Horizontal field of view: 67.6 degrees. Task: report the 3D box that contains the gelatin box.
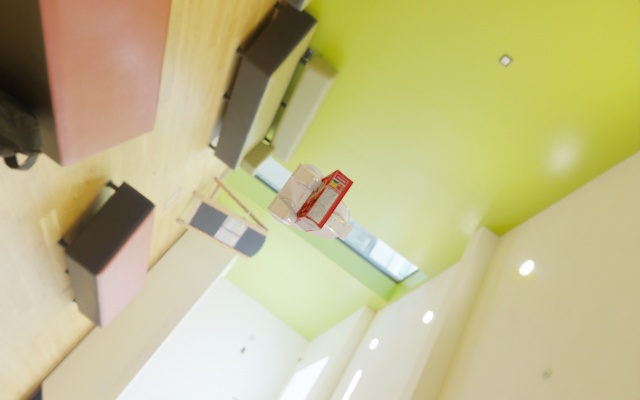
[{"bbox_3d":[0.001,0.002,0.615,0.030,0.073,0.089,38,-13,-8],"label":"gelatin box"}]
